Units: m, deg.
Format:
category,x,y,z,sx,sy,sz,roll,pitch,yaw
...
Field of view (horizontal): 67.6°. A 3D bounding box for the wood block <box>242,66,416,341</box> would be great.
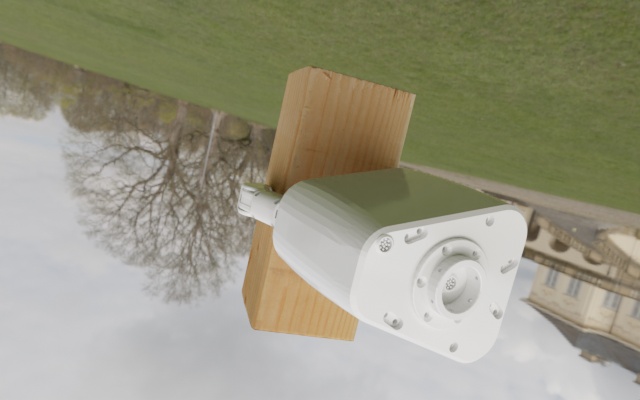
category,x,y,z,sx,sy,sz,roll,pitch,yaw
wood block,0.000,0.001,0.410,0.091,0.206,0.090,11,7,-16
